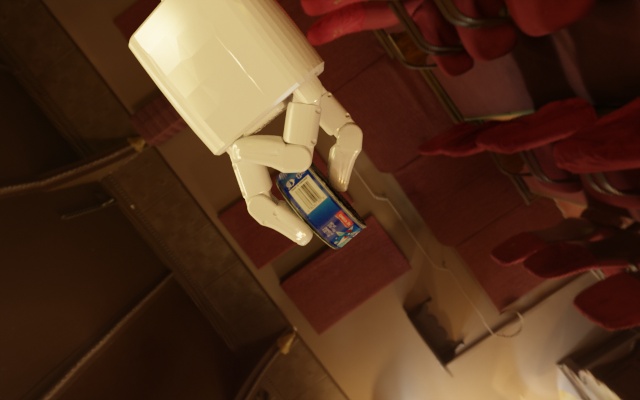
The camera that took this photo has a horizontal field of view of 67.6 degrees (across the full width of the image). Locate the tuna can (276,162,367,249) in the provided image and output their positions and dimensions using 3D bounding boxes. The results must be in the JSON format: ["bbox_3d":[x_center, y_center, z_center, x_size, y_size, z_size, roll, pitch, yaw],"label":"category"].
[{"bbox_3d":[0.000,0.002,0.420,0.034,0.086,0.086,-41,-5,5],"label":"tuna can"}]
